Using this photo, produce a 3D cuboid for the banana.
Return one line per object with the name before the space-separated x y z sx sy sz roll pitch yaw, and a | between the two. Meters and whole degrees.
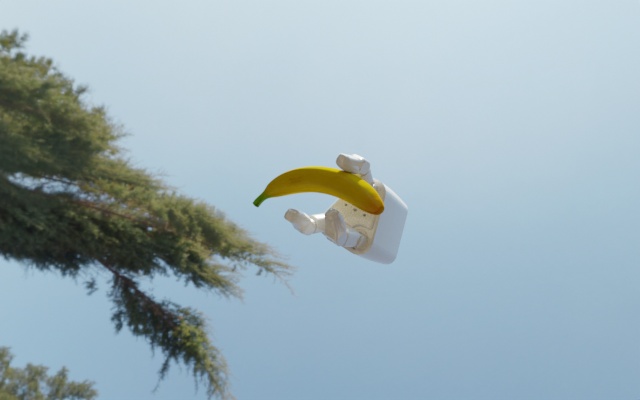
banana | 0.001 -0.015 0.652 0.198 0.069 0.037 2 -22 30
